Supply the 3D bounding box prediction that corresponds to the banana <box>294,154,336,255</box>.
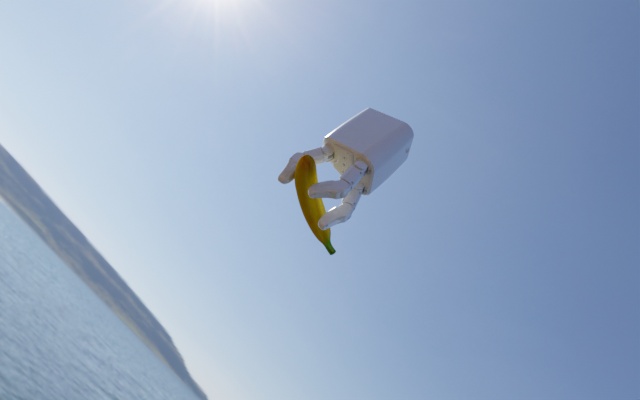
[{"bbox_3d":[-0.010,-0.002,0.772,0.037,0.198,0.069,-34,40,-21],"label":"banana"}]
